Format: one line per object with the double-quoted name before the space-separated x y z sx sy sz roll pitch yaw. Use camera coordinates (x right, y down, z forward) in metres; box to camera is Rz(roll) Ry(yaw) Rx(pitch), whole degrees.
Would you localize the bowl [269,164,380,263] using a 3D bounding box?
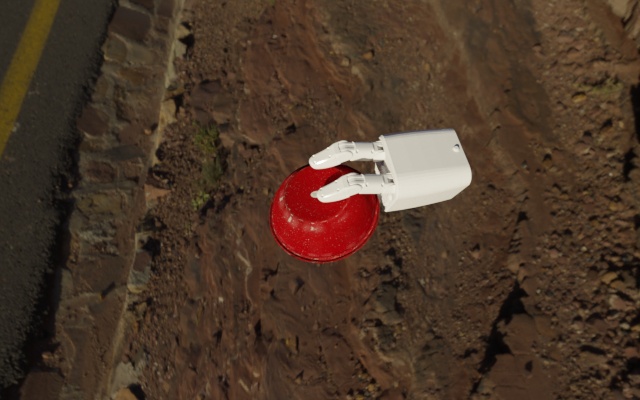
"bowl" -0.001 0.003 0.663 0.162 0.162 0.055 0 -28 11
